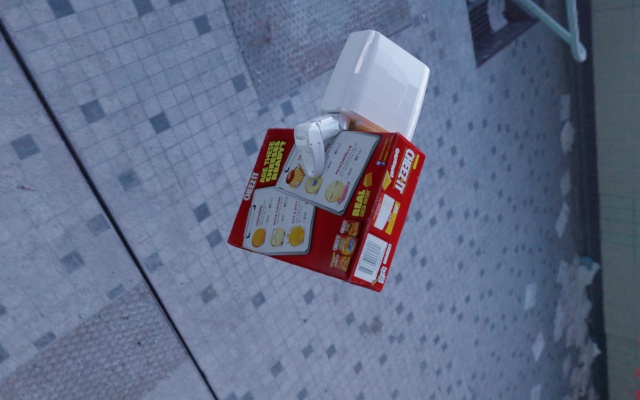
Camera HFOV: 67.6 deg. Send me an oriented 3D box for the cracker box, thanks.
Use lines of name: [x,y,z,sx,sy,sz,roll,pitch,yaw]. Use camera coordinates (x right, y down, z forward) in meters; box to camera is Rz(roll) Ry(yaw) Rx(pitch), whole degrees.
cracker box: [0.000,0.002,0.570,0.213,0.164,0.072,10,-13,45]
